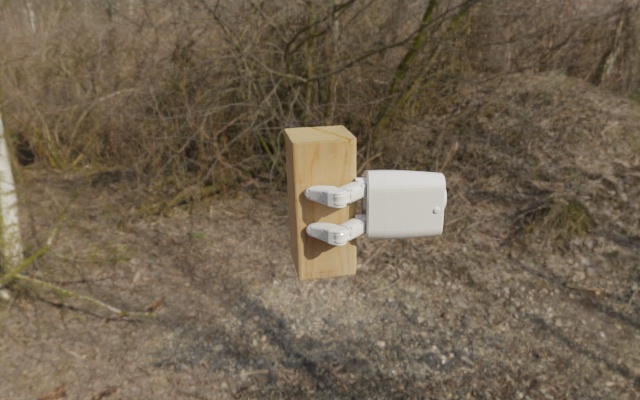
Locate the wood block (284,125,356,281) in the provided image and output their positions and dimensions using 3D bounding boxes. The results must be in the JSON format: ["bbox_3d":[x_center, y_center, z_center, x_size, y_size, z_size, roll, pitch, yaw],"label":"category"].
[{"bbox_3d":[0.000,0.002,0.703,0.090,0.206,0.090,-5,21,-9],"label":"wood block"}]
